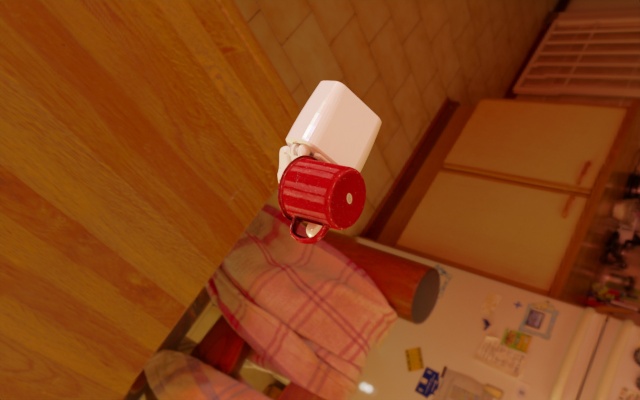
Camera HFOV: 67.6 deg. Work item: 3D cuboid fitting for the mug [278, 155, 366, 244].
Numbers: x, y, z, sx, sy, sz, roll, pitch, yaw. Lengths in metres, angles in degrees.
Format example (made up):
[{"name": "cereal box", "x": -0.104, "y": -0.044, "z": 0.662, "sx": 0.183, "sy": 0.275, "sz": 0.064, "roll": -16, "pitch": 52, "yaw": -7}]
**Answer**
[{"name": "mug", "x": 0.000, "y": 0.003, "z": 0.618, "sx": 0.081, "sy": 0.117, "sz": 0.093, "roll": 13, "pitch": -20, "yaw": 40}]
